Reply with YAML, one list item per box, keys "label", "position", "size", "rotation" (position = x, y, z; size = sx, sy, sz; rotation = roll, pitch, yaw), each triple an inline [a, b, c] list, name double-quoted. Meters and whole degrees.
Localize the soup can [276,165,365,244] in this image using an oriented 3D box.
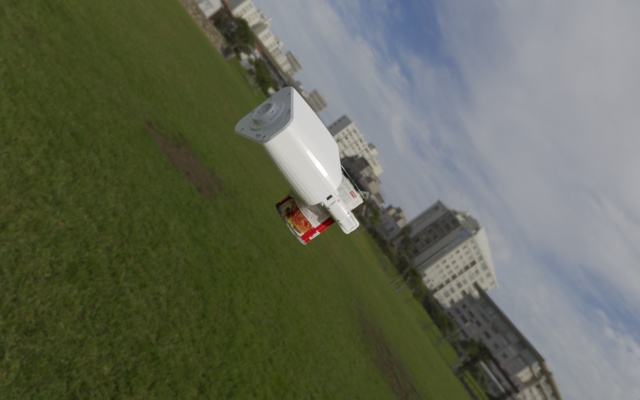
- label: "soup can"
  position: [0.001, 0.002, 0.642]
  size: [0.102, 0.068, 0.068]
  rotation: [-36, -3, 3]
